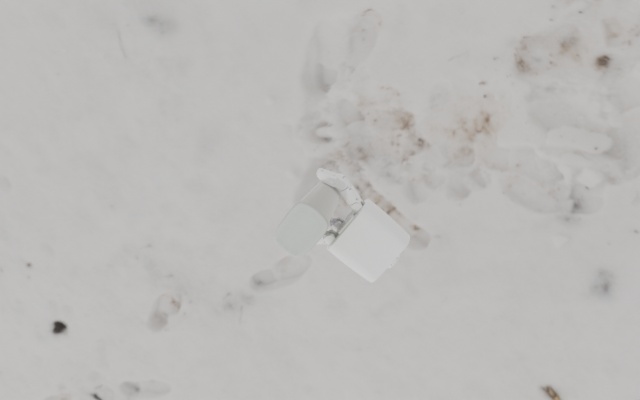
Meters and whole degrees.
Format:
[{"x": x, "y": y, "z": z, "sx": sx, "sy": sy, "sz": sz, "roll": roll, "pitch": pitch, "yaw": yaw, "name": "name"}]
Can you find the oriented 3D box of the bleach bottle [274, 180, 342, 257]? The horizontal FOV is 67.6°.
[{"x": 0.000, "y": 0.003, "z": 0.869, "sx": 0.068, "sy": 0.103, "sz": 0.250, "roll": 39, "pitch": 29, "yaw": -2, "name": "bleach bottle"}]
